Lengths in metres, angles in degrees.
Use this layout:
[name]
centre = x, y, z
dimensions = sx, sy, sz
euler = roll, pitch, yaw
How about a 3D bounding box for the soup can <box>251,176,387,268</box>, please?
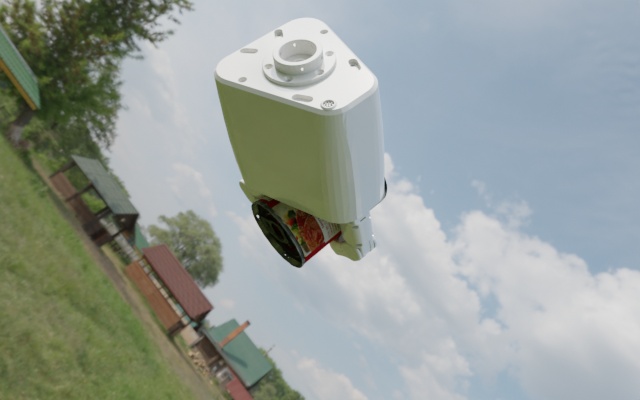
[soup can]
centre = 0.000, 0.002, 0.420
dimensions = 0.102, 0.068, 0.068
euler = -37, 15, -21
